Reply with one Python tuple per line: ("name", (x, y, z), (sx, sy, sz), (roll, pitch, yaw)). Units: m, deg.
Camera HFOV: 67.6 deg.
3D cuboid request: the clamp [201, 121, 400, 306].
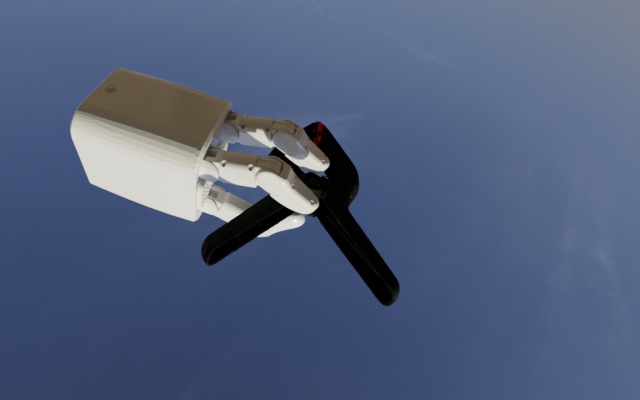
("clamp", (0.000, 0.002, 0.448), (0.164, 0.036, 0.209), (20, 43, -6))
